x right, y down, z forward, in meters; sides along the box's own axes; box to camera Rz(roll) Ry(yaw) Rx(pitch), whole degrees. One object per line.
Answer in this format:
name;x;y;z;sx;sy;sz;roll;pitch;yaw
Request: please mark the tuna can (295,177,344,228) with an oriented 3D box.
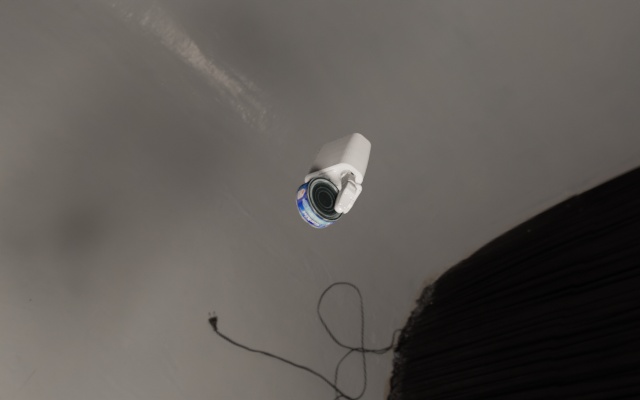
tuna can;0.000;0.003;0.829;0.086;0.086;0.034;0;-22;-43
